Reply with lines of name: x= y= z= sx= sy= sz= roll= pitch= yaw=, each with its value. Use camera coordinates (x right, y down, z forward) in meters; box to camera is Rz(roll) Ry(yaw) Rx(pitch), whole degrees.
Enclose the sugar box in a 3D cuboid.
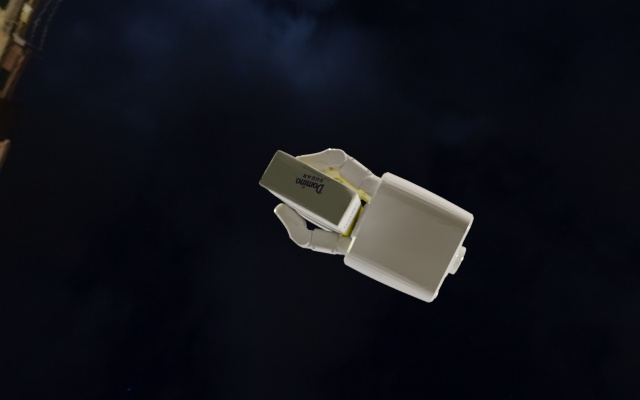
sugar box: x=0.000 y=0.001 z=0.543 sx=0.093 sy=0.048 sz=0.176 roll=29 pitch=-7 yaw=11
